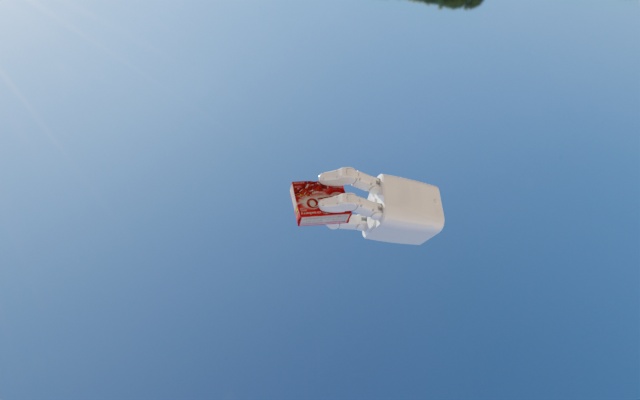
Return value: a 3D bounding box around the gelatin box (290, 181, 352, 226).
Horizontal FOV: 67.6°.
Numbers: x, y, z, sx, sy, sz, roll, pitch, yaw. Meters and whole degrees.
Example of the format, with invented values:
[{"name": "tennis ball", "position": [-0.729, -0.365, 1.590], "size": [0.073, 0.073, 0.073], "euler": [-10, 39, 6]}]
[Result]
[{"name": "gelatin box", "position": [0.000, 0.003, 0.781], "size": [0.089, 0.073, 0.030], "euler": [-3, -37, -16]}]
